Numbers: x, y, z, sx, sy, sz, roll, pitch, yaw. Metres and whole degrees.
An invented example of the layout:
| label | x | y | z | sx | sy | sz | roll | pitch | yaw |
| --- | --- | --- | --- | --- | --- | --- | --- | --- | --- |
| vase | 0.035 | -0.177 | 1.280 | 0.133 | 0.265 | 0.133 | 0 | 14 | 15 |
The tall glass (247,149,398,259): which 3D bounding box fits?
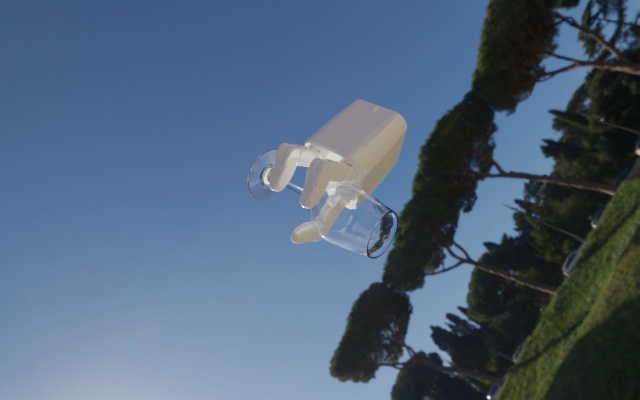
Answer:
| label | x | y | z | sx | sy | sz | roll | pitch | yaw |
| --- | --- | --- | --- | --- | --- | --- | --- | --- | --- |
| tall glass | 0.000 | 0.002 | 0.611 | 0.201 | 0.079 | 0.079 | 28 | 16 | 34 |
